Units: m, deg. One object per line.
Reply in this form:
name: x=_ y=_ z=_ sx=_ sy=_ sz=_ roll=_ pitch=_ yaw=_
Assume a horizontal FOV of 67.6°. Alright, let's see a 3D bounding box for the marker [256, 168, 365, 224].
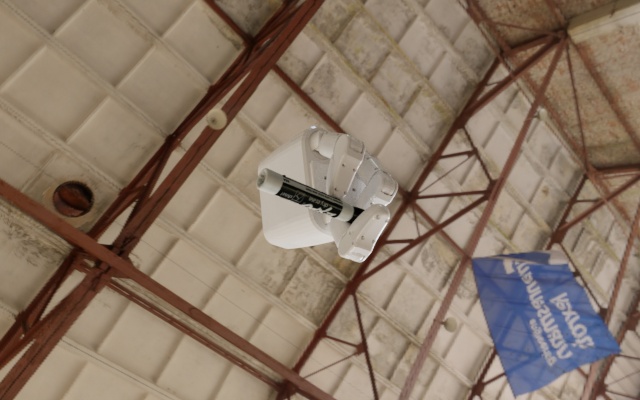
marker: x=0.000 y=0.001 z=0.423 sx=0.121 sy=0.020 sz=0.020 roll=22 pitch=-11 yaw=-30
